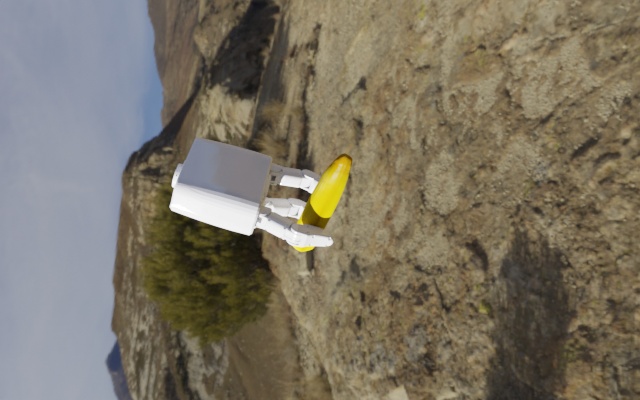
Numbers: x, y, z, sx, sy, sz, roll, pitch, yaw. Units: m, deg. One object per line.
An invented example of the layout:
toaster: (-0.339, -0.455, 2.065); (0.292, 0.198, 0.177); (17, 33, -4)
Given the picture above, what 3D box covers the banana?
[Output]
banana: (-0.006, 0.018, 0.639); (0.037, 0.069, 0.198); (23, -38, -3)
